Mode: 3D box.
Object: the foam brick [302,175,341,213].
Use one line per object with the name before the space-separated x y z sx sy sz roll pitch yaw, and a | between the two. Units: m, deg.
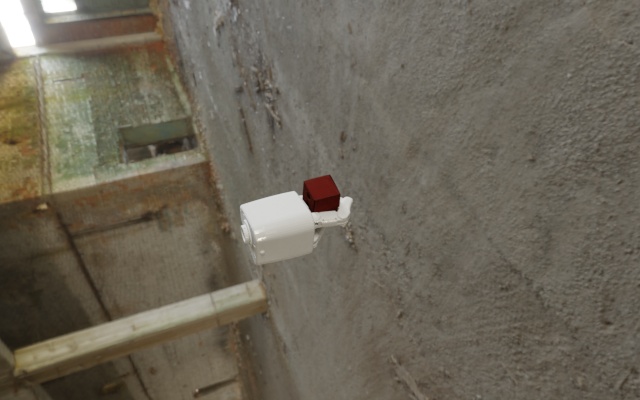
foam brick | 0.000 0.003 0.854 0.051 0.078 0.053 -13 49 -17
